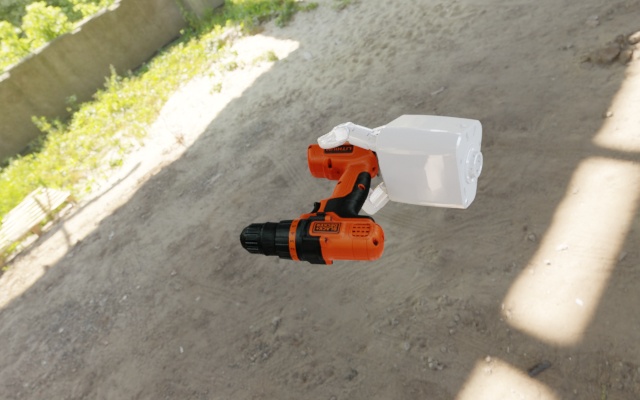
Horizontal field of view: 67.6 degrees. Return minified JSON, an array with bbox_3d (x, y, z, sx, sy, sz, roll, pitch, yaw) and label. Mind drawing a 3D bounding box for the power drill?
[{"bbox_3d":[0.000,0.002,0.637,0.184,0.187,0.057,2,-43,15],"label":"power drill"}]
